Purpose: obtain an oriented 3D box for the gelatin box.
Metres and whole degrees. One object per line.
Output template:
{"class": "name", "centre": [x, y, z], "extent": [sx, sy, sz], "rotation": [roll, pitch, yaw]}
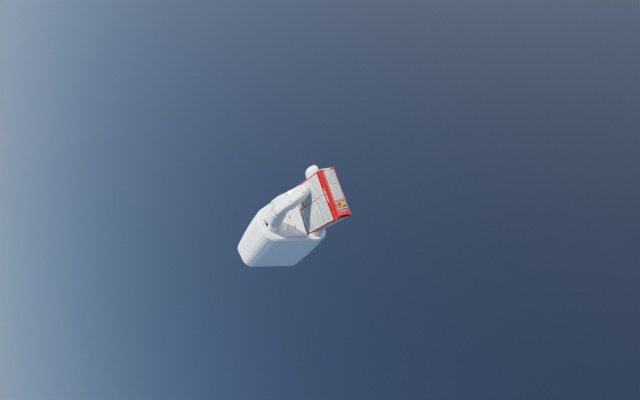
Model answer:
{"class": "gelatin box", "centre": [0.000, 0.002, 0.689], "extent": [0.030, 0.073, 0.089], "rotation": [-14, -11, -33]}
